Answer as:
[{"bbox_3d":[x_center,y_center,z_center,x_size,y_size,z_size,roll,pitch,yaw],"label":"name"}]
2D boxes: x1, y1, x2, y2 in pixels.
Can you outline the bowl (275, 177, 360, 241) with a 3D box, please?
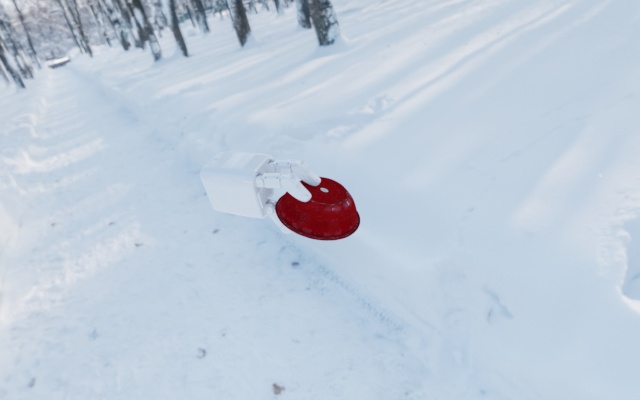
[{"bbox_3d":[0.002,0.003,0.876,0.162,0.055,0.162,9,33,-6],"label":"bowl"}]
